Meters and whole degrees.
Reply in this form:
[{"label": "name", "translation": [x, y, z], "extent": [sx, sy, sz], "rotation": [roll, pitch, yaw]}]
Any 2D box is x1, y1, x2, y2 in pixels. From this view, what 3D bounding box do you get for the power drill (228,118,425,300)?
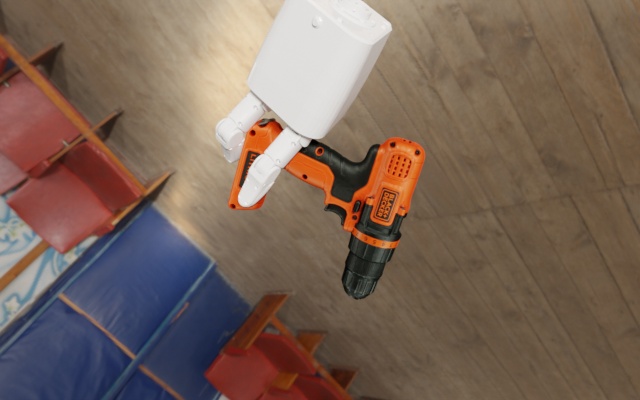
[{"label": "power drill", "translation": [0.000, 0.001, 0.518], "extent": [0.187, 0.184, 0.057], "rotation": [18, 15, 4]}]
